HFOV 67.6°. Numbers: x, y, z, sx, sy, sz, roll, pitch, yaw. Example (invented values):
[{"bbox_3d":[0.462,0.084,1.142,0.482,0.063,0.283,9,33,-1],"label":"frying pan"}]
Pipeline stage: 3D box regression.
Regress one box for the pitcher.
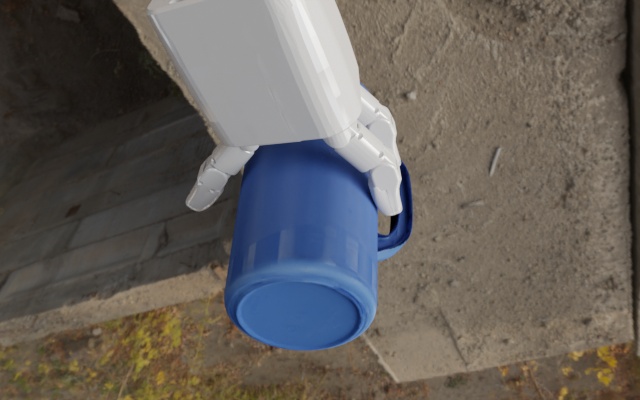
[{"bbox_3d":[0.000,0.001,0.418,0.149,0.242,0.145,-12,-48,14],"label":"pitcher"}]
